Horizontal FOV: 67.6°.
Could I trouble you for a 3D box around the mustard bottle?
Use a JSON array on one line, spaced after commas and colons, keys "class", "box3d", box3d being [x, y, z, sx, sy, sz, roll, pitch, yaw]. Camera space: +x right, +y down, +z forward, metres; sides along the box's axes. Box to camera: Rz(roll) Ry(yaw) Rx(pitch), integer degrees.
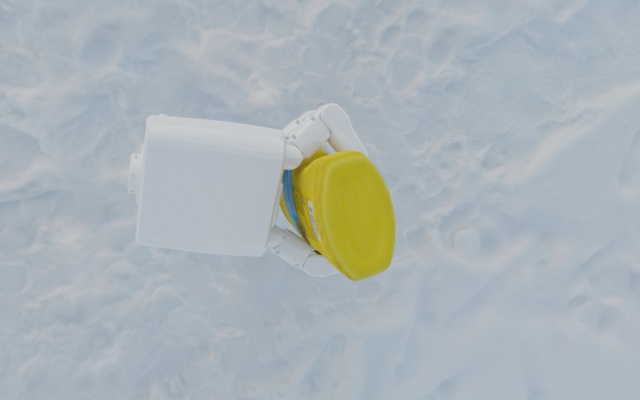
[{"class": "mustard bottle", "box3d": [0.000, 0.001, 0.434, 0.058, 0.096, 0.191, -19, 13, -15]}]
